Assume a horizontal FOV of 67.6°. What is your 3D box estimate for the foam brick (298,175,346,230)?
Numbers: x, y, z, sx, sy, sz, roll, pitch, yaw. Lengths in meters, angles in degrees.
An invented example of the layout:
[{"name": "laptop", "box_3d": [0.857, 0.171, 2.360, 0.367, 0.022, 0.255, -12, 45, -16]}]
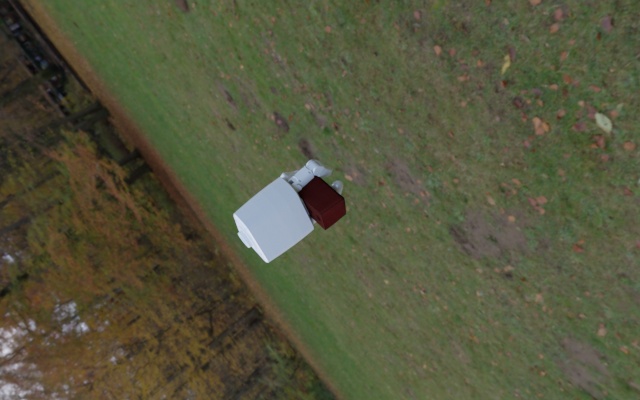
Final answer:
[{"name": "foam brick", "box_3d": [0.000, 0.003, 0.836, 0.078, 0.051, 0.053, 42, -20, 31]}]
